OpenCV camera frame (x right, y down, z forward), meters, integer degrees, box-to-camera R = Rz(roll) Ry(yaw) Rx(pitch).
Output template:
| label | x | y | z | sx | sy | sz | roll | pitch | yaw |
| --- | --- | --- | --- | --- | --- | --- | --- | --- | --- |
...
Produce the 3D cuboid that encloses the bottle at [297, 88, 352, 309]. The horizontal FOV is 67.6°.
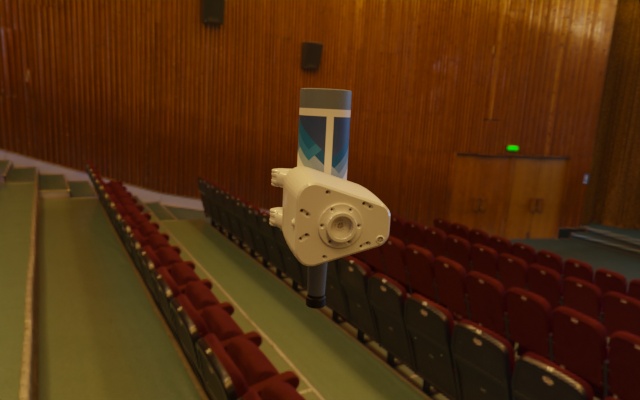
| label | x | y | z | sx | sy | sz | roll | pitch | yaw |
| --- | --- | --- | --- | --- | --- | --- | --- | --- | --- |
| bottle | 0.000 | 0.002 | 0.641 | 0.069 | 0.296 | 0.069 | 3 | 11 | -1 |
